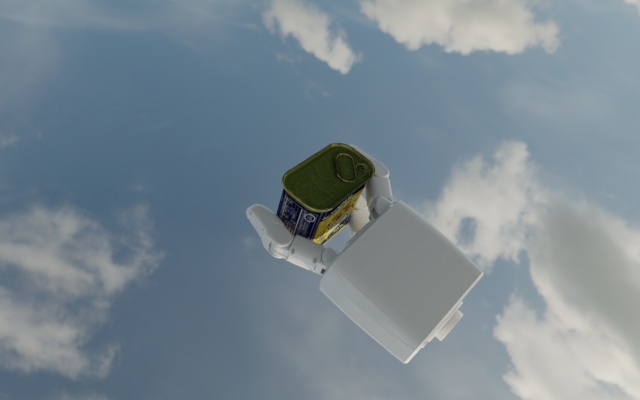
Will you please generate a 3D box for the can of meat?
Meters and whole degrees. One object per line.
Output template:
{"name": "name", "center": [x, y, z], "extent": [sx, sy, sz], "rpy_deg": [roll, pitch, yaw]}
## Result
{"name": "can of meat", "center": [0.000, 0.002, 0.489], "extent": [0.057, 0.084, 0.102], "rpy_deg": [38, 48, 17]}
